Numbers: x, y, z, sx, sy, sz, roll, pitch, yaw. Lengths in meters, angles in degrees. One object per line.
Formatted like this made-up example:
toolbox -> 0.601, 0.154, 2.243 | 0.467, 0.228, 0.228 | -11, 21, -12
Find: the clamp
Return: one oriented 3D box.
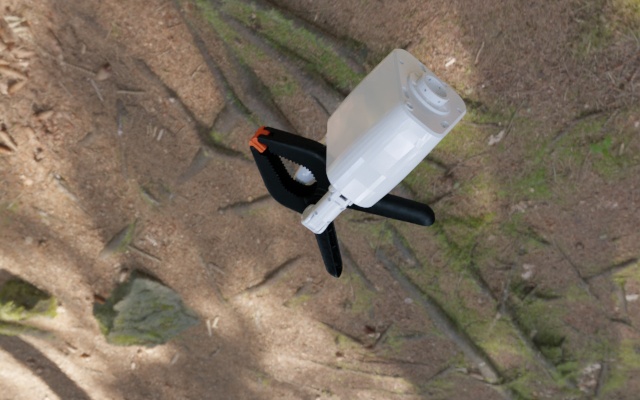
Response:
clamp -> 0.000, 0.002, 0.545 | 0.210, 0.036, 0.165 | 36, -51, -11
